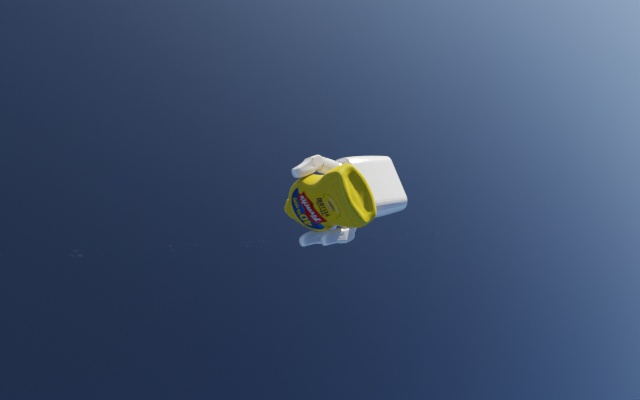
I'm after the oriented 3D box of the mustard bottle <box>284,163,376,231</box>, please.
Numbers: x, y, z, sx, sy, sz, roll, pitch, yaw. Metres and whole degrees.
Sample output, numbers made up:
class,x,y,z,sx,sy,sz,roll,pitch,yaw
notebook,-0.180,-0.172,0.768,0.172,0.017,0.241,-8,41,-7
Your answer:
class,x,y,z,sx,sy,sz,roll,pitch,yaw
mustard bottle,0.000,0.003,0.778,0.058,0.096,0.191,-38,16,-35
